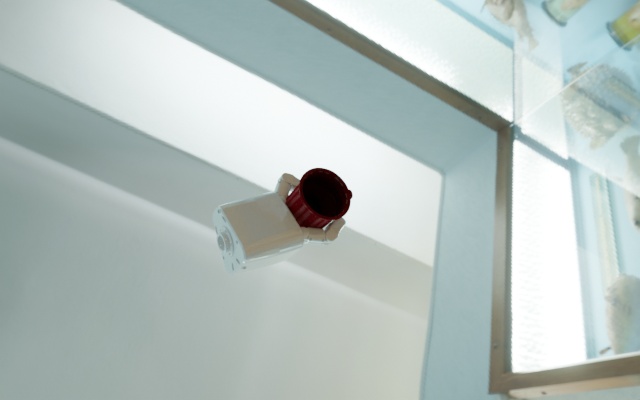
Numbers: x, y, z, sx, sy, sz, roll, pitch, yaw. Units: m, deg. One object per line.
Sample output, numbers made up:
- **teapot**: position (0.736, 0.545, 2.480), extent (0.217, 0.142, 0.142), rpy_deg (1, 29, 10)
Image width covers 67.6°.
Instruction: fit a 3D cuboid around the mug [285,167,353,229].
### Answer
- **mug**: position (0.001, 0.002, 0.798), extent (0.117, 0.093, 0.081), rpy_deg (-13, -18, -34)
